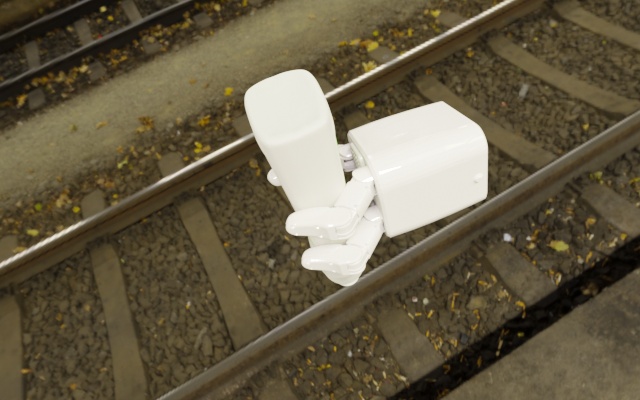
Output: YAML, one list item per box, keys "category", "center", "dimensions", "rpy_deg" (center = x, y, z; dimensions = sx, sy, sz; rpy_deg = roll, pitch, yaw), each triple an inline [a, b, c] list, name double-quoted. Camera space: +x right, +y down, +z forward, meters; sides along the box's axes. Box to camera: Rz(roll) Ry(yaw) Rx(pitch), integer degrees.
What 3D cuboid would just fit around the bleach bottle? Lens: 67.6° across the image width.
- category: "bleach bottle"
  center: [0.000, 0.002, 0.487]
  dimensions: [0.068, 0.102, 0.251]
  rpy_deg: [-21, -45, -1]
